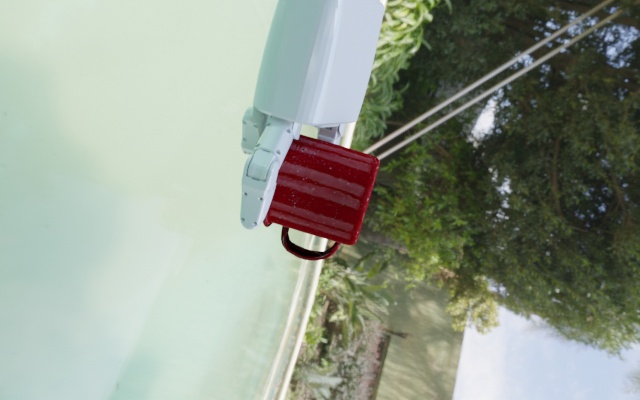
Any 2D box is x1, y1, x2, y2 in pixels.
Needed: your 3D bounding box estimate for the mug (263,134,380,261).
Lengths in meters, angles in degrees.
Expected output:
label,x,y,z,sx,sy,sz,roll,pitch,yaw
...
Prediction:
label,x,y,z,sx,sy,sz,roll,pitch,yaw
mug,0.000,0.003,0.424,0.081,0.117,0.093,17,19,5
